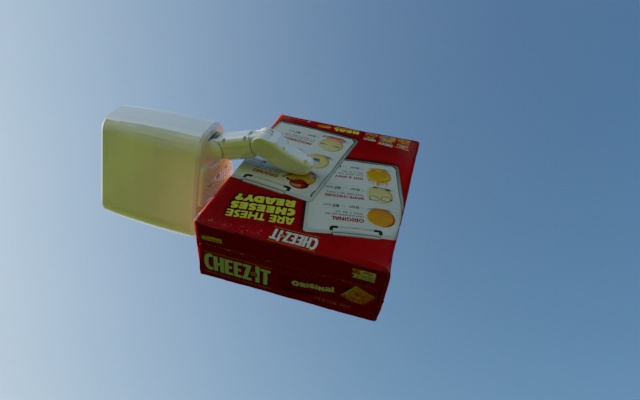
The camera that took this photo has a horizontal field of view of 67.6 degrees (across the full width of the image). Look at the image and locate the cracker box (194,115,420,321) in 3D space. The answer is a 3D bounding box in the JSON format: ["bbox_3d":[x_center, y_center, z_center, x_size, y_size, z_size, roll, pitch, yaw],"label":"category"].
[{"bbox_3d":[0.000,0.001,0.472,0.164,0.072,0.213,13,38,10],"label":"cracker box"}]
